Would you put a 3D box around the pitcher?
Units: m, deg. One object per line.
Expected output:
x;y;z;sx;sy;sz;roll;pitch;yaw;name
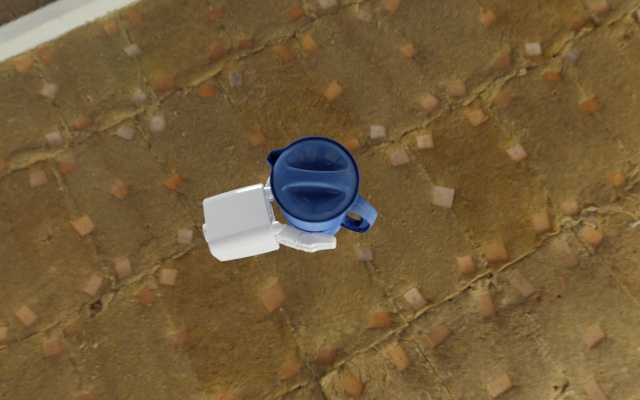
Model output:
0.000;0.003;0.807;0.145;0.149;0.243;-15;-14;-4;pitcher
